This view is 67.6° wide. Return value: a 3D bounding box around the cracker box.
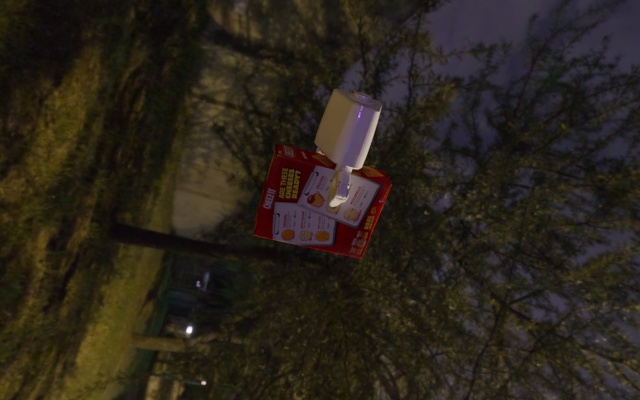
[{"bbox_3d":[0.000,0.003,0.880,0.214,0.164,0.072,14,23,-13],"label":"cracker box"}]
